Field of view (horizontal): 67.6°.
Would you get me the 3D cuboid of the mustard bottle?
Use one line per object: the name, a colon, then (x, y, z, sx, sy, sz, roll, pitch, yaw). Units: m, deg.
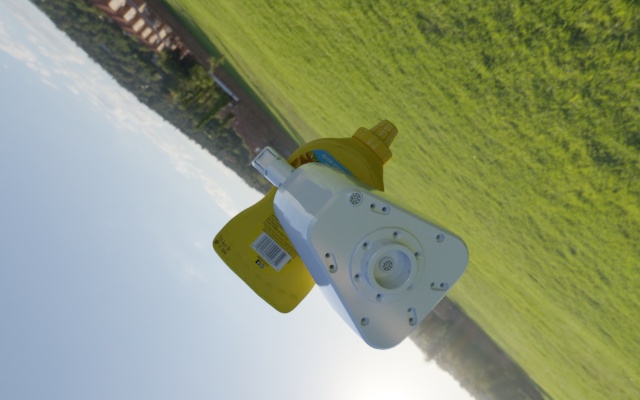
mustard bottle: (0.000, 0.002, 0.432, 0.096, 0.191, 0.058, 42, -2, 7)
